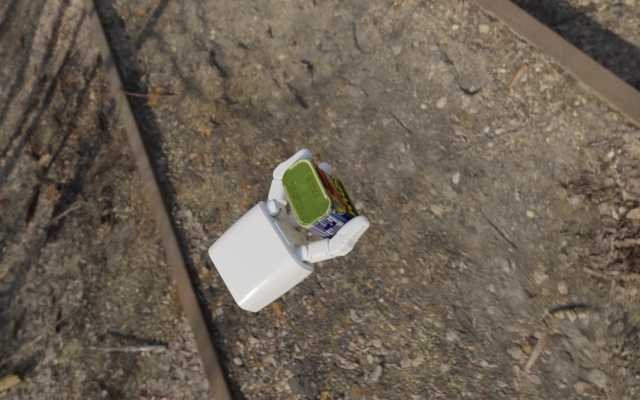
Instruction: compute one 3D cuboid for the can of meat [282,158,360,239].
[{"bbox_3d":[0.000,0.002,0.634,0.057,0.102,0.084,-36,-35,15],"label":"can of meat"}]
